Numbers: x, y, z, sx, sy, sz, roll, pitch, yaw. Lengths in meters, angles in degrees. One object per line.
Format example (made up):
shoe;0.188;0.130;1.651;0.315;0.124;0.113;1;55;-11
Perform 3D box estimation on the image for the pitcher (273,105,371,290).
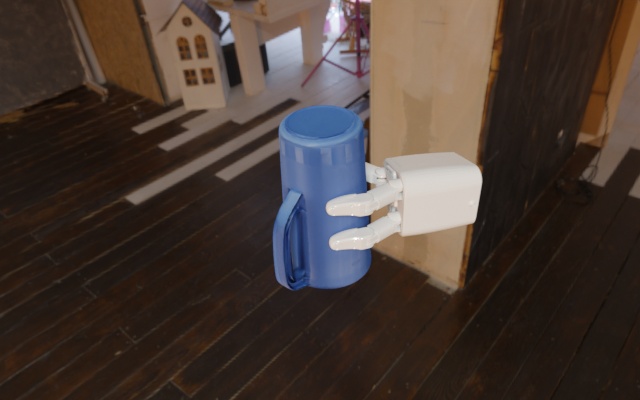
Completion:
pitcher;0.000;0.002;0.665;0.145;0.243;0.149;-6;36;-3
